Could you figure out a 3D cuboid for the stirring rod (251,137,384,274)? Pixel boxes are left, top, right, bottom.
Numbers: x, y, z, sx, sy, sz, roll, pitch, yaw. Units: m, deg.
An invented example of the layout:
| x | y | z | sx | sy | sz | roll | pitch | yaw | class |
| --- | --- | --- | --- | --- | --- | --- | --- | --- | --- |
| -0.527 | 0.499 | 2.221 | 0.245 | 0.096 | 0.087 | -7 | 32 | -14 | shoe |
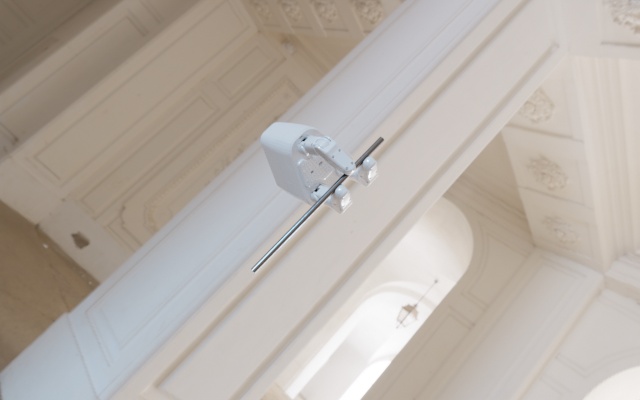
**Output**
| x | y | z | sx | sy | sz | roll | pitch | yaw | class |
| --- | --- | --- | --- | --- | --- | --- | --- | --- | --- |
| 0.000 | 0.002 | 0.604 | 0.239 | 0.011 | 0.011 | -46 | 14 | -14 | stirring rod |
